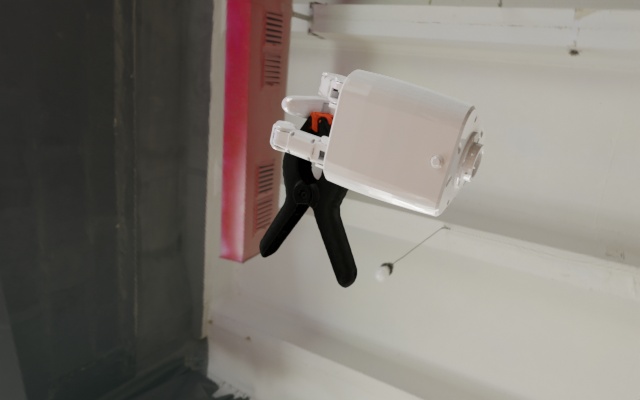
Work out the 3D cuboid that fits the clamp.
[{"bbox_3d":[0.000,0.001,0.480,0.120,0.171,0.039,22,21,25],"label":"clamp"}]
